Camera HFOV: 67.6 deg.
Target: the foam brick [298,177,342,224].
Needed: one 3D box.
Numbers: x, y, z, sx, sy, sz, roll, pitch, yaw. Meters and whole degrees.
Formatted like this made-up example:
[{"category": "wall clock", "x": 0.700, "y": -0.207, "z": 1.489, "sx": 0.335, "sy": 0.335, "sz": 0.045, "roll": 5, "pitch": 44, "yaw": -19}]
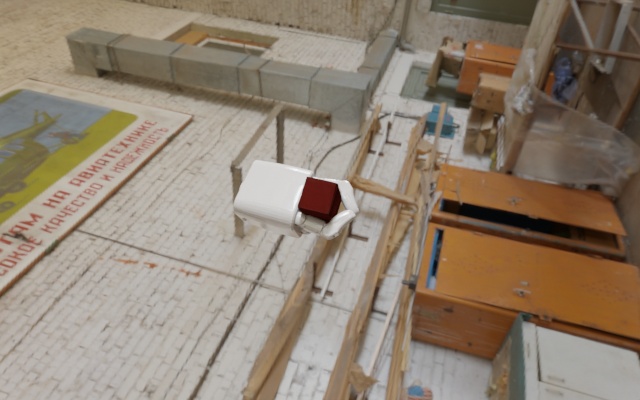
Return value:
[{"category": "foam brick", "x": 0.000, "y": 0.002, "z": 0.756, "sx": 0.051, "sy": 0.053, "sz": 0.078, "roll": 15, "pitch": -14, "yaw": 11}]
